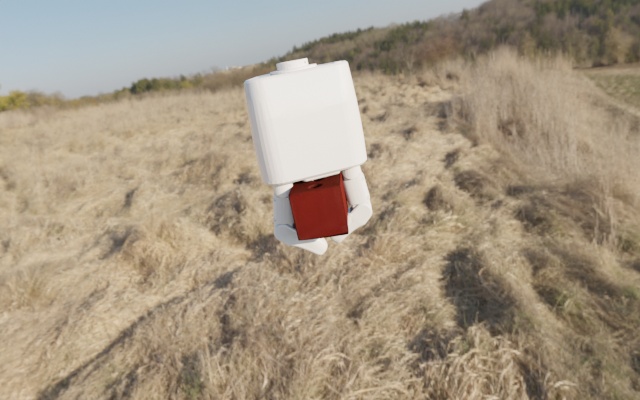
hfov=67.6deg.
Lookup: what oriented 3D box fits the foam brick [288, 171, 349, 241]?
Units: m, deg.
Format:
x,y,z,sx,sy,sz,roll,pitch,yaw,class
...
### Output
x,y,z,sx,sy,sz,roll,pitch,yaw,class
0.000,0.002,0.500,0.053,0.051,0.078,-9,18,5,foam brick
